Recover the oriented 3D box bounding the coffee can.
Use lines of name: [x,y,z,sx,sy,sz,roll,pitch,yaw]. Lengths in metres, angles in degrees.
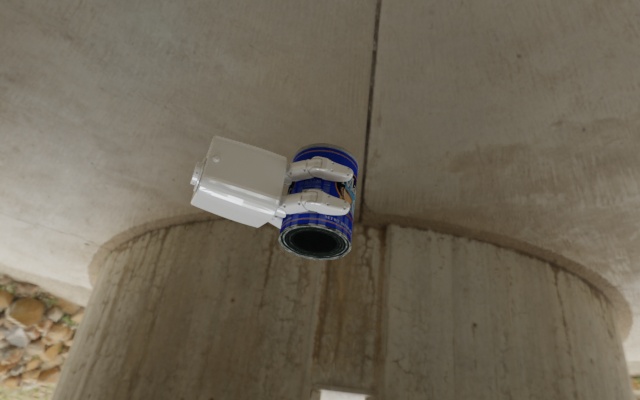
coffee can: [0.000,0.002,0.700,0.103,0.140,0.103,6,-32,4]
